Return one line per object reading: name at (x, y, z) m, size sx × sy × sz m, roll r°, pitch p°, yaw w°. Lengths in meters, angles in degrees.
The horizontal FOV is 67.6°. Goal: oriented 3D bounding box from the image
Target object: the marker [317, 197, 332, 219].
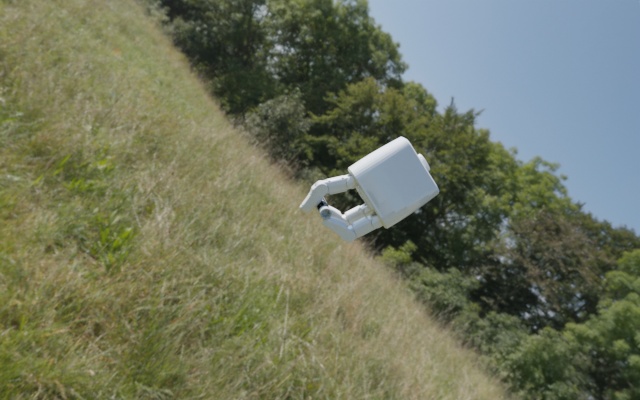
marker at (0.000, 0.003, 0.809) m, size 0.020 × 0.020 × 0.121 m, roll 0°, pitch 18°, yaw -9°
